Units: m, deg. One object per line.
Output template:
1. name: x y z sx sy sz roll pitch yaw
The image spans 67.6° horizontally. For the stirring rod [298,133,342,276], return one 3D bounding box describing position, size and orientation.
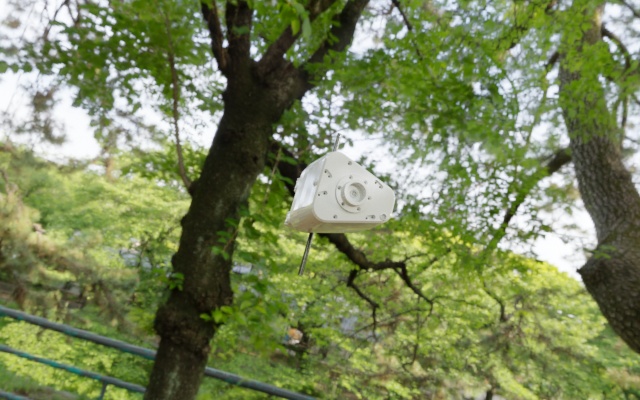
1. stirring rod: 0.000 0.003 0.764 0.011 0.239 0.011 15 -13 3
